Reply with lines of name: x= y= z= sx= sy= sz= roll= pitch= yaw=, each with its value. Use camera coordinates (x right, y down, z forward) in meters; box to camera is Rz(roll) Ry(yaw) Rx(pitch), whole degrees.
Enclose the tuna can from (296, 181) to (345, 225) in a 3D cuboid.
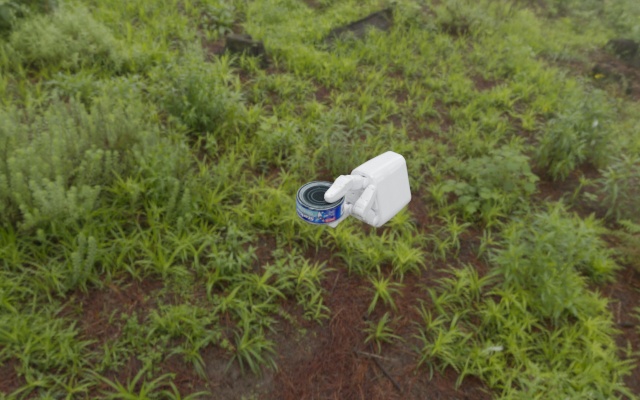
tuna can: x=0.000 y=0.002 z=0.836 sx=0.086 sy=0.034 sz=0.086 roll=0 pitch=38 yaw=0
